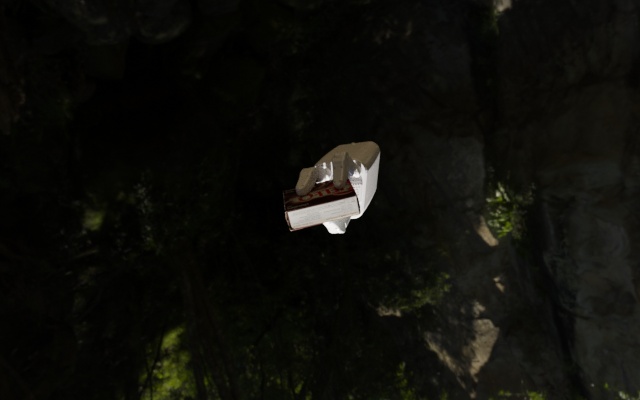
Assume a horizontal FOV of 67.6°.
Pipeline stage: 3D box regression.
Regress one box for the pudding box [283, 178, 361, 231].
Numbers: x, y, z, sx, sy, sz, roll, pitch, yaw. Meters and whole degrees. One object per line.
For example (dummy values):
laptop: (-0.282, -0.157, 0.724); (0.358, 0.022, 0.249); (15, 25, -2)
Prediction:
pudding box: (0.000, 0.003, 0.749); (0.113, 0.039, 0.090); (-15, 21, -1)
